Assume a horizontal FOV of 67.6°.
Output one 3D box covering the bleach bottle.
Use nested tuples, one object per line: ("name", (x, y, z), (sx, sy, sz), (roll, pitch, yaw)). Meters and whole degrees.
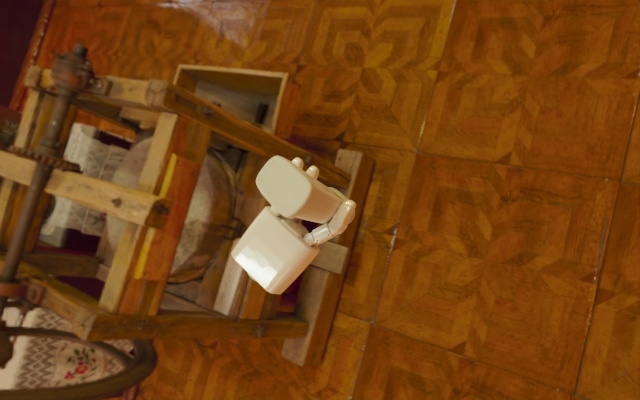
("bleach bottle", (0.000, 0.003, 0.805), (0.102, 0.068, 0.251), (44, 10, 29))
